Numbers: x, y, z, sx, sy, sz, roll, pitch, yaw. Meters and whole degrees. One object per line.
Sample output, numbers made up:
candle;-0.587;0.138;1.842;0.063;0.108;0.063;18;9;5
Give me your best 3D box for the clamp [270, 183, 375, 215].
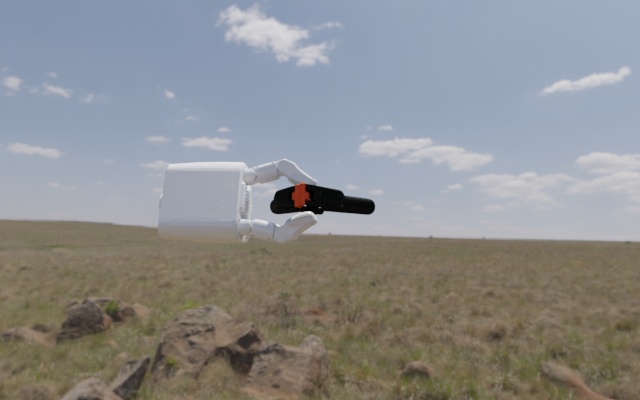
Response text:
clamp;0.000;0.001;0.662;0.164;0.036;0.210;0;-5;1
